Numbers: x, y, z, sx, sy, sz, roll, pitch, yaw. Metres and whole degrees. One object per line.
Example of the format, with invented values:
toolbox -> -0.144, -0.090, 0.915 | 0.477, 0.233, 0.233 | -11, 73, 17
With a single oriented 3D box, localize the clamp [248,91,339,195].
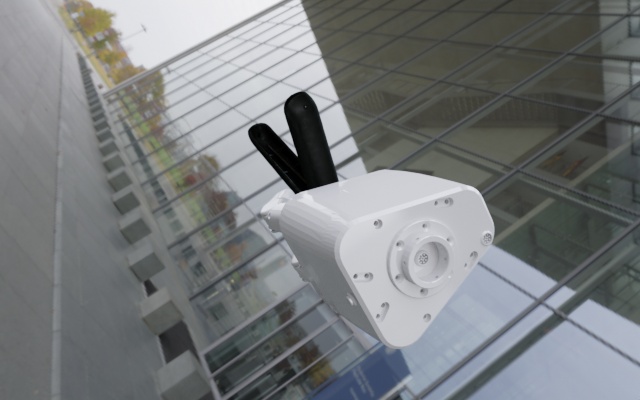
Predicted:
clamp -> 0.001, 0.002, 0.453 | 0.036, 0.210, 0.164 | -33, 17, -15
